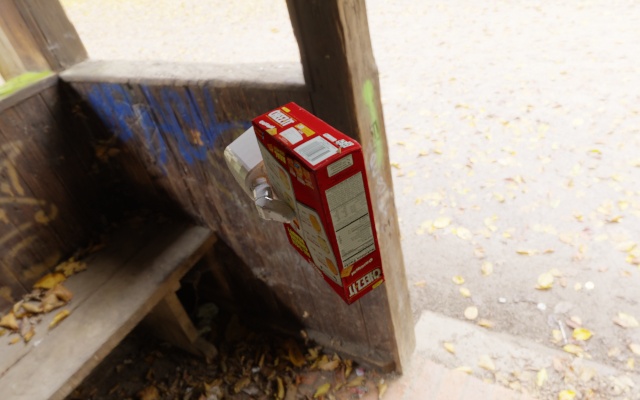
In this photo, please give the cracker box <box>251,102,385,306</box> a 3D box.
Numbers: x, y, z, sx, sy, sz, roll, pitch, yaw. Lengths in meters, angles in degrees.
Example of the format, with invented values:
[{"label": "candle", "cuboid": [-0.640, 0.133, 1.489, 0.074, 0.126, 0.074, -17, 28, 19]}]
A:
[{"label": "cracker box", "cuboid": [0.000, 0.002, 0.610, 0.072, 0.214, 0.164, -28, 39, -18]}]
